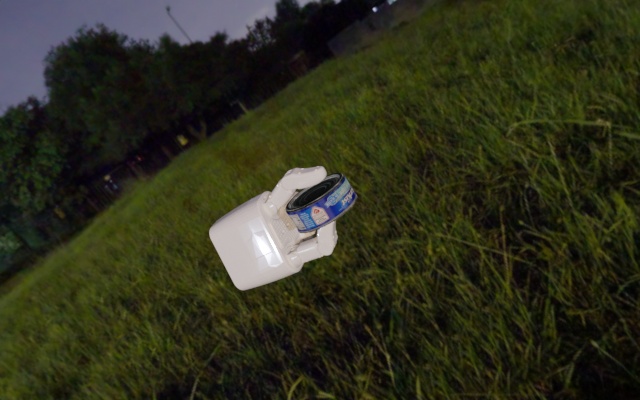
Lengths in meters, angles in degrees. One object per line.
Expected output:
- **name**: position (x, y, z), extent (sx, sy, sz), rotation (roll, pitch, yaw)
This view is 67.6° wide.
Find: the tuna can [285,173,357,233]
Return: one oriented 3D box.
- **tuna can**: position (0.000, 0.001, 0.587), extent (0.086, 0.034, 0.086), rotation (-29, 16, 9)
